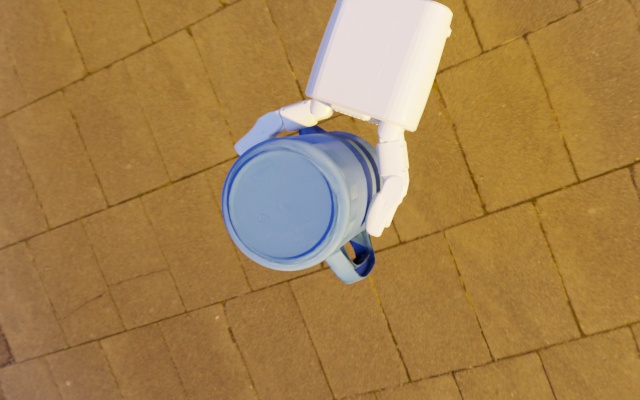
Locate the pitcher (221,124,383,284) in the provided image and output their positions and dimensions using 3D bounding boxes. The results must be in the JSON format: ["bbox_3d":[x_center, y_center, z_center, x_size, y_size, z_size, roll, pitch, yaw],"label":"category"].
[{"bbox_3d":[0.000,0.001,0.488,0.149,0.145,0.243,22,11,9],"label":"pitcher"}]
